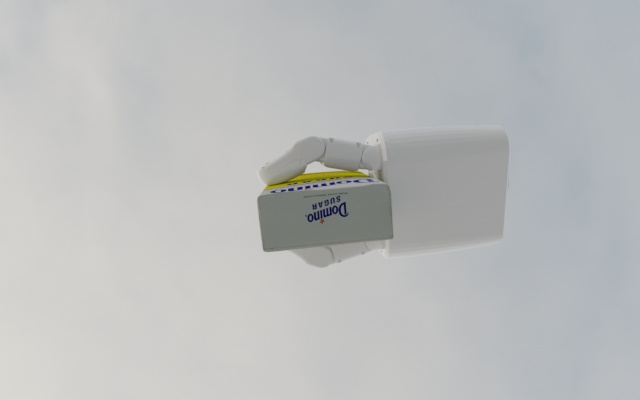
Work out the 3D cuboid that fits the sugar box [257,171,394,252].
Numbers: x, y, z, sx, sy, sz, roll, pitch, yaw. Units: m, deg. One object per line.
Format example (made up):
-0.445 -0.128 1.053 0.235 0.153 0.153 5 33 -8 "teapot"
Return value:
0.000 0.001 0.407 0.093 0.048 0.176 -6 5 -3 "sugar box"
